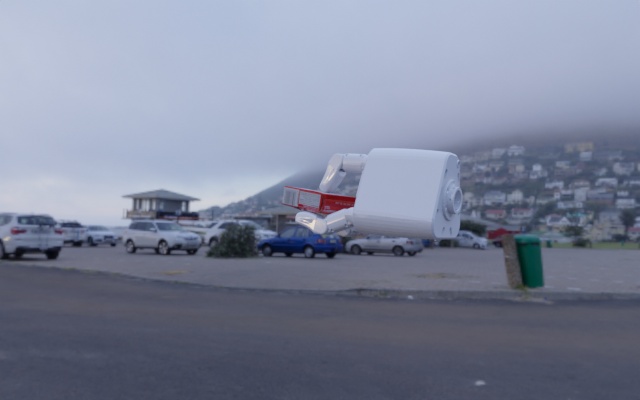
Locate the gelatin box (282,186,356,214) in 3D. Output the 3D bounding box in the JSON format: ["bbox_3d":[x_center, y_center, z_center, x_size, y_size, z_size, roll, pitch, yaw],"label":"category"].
[{"bbox_3d":[0.000,0.002,0.683,0.073,0.030,0.089,8,3,-42],"label":"gelatin box"}]
